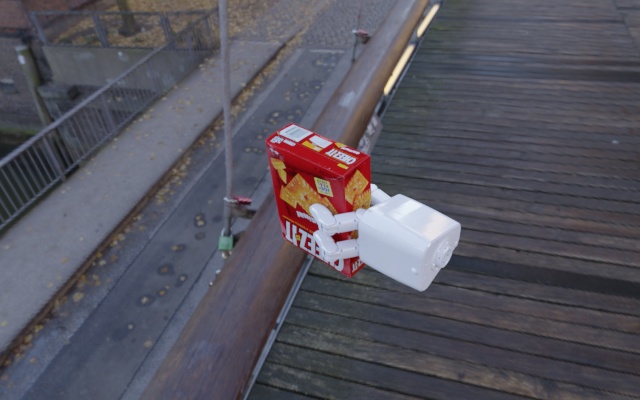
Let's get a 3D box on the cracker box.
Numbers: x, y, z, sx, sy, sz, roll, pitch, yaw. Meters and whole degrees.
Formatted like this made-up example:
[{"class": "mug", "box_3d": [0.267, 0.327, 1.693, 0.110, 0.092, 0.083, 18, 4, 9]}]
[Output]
[{"class": "cracker box", "box_3d": [0.000, 0.002, 0.768, 0.164, 0.214, 0.072, 28, 50, 34]}]
